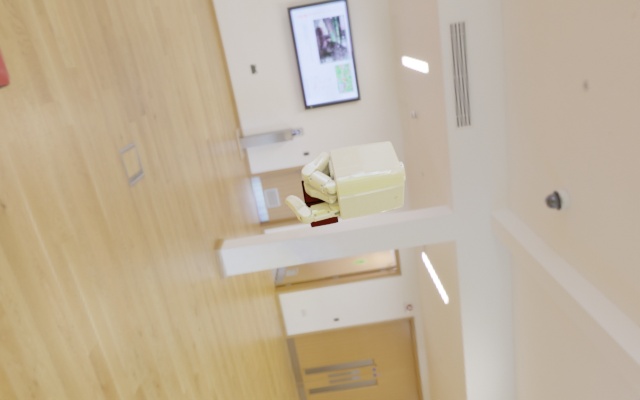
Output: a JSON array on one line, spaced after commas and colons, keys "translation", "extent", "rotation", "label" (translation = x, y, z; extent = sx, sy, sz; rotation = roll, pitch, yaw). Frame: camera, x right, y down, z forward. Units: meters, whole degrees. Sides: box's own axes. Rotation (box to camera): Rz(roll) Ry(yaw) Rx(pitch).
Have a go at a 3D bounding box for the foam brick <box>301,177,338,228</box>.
[{"translation": [0.000, 0.003, 0.831], "extent": [0.051, 0.053, 0.078], "rotation": [-11, -34, 1], "label": "foam brick"}]
